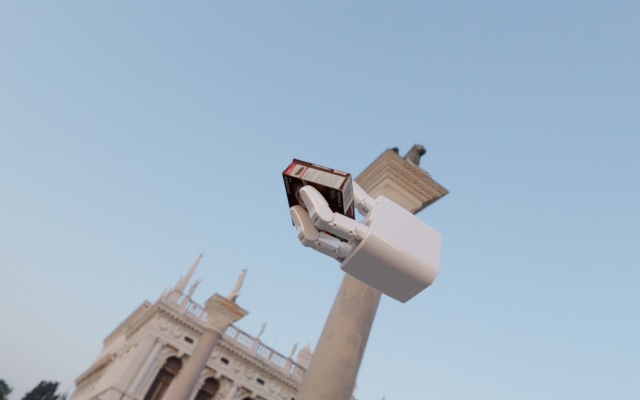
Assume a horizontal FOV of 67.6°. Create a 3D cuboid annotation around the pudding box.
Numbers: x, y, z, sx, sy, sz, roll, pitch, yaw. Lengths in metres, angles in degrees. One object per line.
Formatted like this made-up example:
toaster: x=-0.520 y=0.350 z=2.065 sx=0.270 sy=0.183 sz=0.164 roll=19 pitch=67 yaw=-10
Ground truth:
pudding box: x=0.000 y=0.002 z=0.662 sx=0.090 sy=0.114 sz=0.039 roll=16 pitch=49 yaw=21
